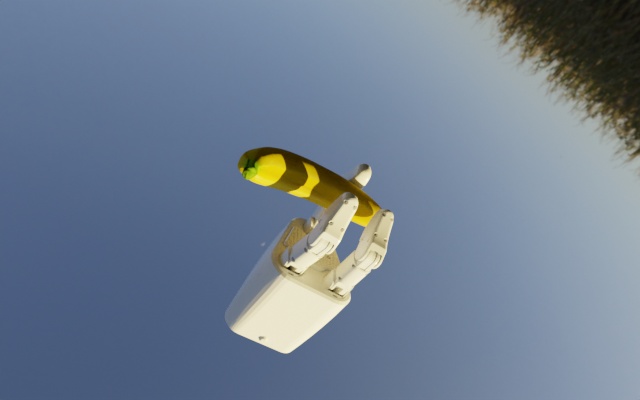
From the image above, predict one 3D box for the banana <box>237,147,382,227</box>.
[{"bbox_3d":[-0.009,-0.012,0.465,0.198,0.037,0.069,19,32,-43],"label":"banana"}]
